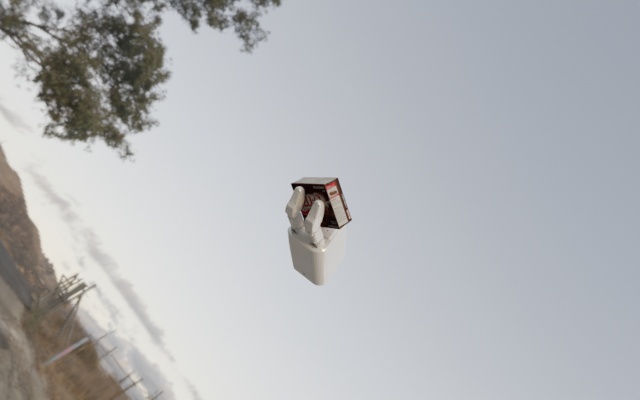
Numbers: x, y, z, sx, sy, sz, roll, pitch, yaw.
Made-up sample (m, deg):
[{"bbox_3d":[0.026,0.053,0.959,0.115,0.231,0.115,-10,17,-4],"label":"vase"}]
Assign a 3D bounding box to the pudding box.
[{"bbox_3d":[0.000,0.003,0.891,0.039,0.090,0.113,-31,20,-33],"label":"pudding box"}]
